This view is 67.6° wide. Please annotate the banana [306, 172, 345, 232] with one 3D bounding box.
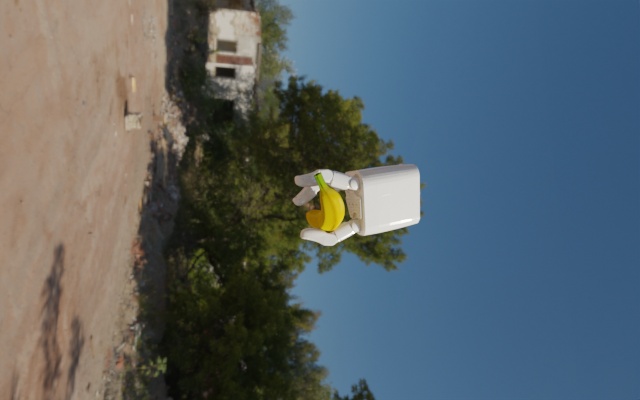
[{"bbox_3d":[0.008,0.018,0.785,0.037,0.069,0.198,-21,-17,-14],"label":"banana"}]
